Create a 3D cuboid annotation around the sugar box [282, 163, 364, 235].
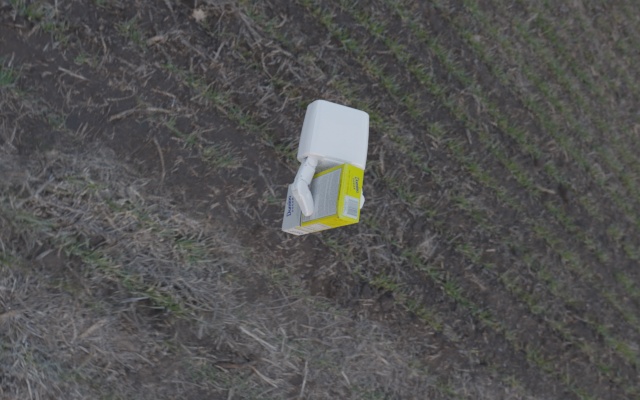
[{"bbox_3d":[0.001,0.003,0.823,0.048,0.093,0.176,18,-19,-29],"label":"sugar box"}]
